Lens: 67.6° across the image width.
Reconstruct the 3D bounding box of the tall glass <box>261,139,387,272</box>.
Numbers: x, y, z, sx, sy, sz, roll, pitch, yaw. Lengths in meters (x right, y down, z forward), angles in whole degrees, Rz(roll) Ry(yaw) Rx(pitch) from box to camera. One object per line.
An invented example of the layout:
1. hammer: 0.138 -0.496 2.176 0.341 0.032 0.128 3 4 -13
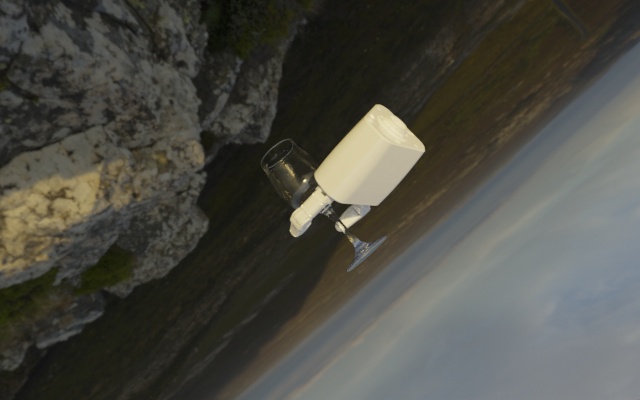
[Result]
1. tall glass: 0.000 0.003 0.685 0.079 0.201 0.079 -39 -14 -12
